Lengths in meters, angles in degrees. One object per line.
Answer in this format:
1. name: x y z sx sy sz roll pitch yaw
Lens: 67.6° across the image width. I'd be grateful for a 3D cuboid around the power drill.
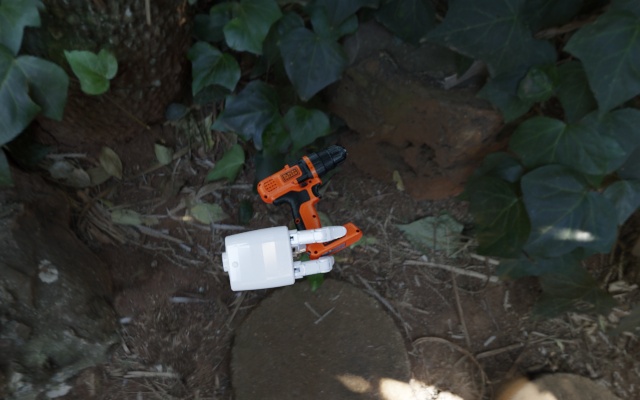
1. power drill: 0.000 0.003 0.885 0.184 0.187 0.057 -28 -18 -5
